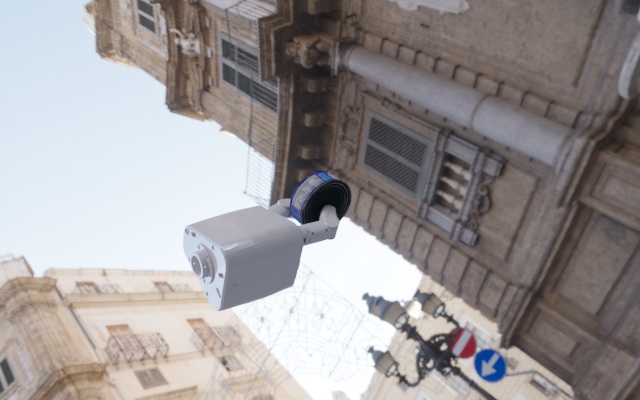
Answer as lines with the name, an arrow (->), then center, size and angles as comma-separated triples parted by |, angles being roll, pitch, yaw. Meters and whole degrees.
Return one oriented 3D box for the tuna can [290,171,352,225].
tuna can -> 0.000, 0.002, 0.670 | 0.086, 0.086, 0.033 | 0, 29, -42
